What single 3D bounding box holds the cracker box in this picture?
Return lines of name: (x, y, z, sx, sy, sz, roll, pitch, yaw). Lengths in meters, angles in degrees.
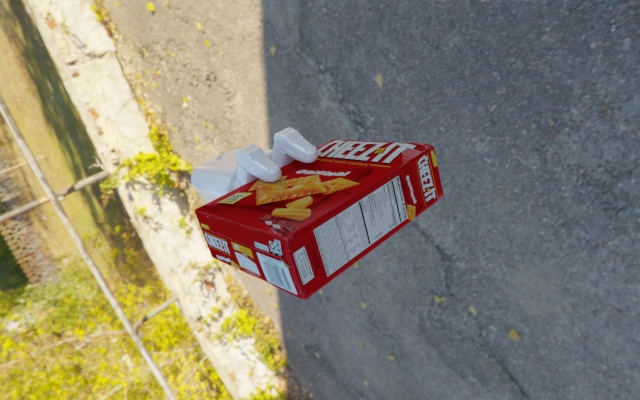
cracker box: (0.000, 0.002, 0.515, 0.213, 0.072, 0.164, -32, 28, -33)
